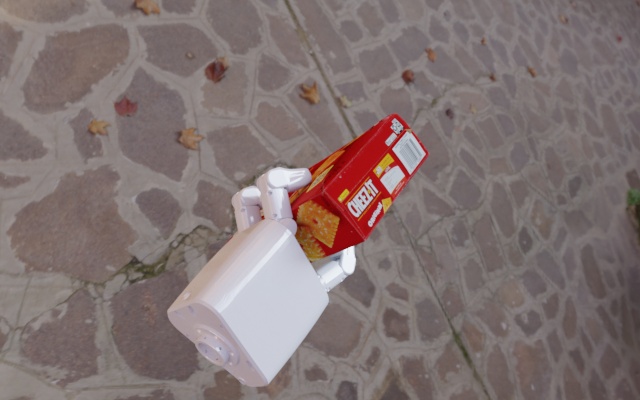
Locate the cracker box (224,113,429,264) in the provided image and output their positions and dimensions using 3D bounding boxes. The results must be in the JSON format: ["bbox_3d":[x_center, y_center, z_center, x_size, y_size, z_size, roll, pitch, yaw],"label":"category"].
[{"bbox_3d":[0.000,0.002,0.555,0.214,0.072,0.164,-28,15,48],"label":"cracker box"}]
